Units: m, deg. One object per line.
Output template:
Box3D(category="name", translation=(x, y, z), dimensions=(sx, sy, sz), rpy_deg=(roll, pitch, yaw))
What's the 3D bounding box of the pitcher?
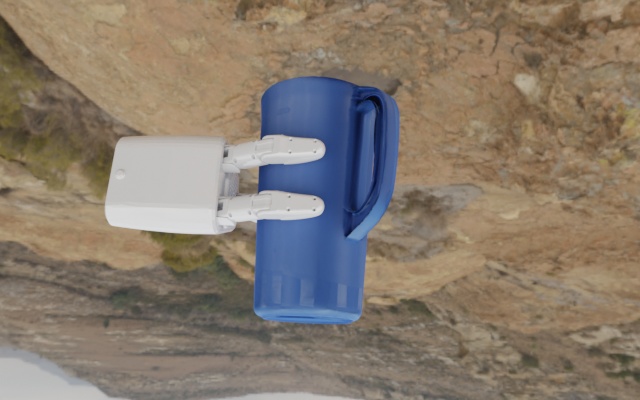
Box3D(category="pitcher", translation=(0.000, 0.002, 0.500), dimensions=(0.145, 0.242, 0.149), rpy_deg=(3, -17, 0))
